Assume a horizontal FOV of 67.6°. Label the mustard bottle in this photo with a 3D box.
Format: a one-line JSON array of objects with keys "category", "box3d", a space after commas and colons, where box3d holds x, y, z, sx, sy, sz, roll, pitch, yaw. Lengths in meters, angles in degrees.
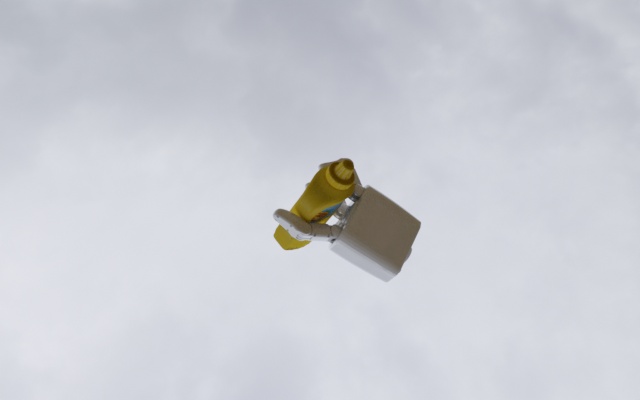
[{"category": "mustard bottle", "box3d": [0.000, 0.002, 0.719, 0.096, 0.058, 0.192, -29, -15, -39]}]
